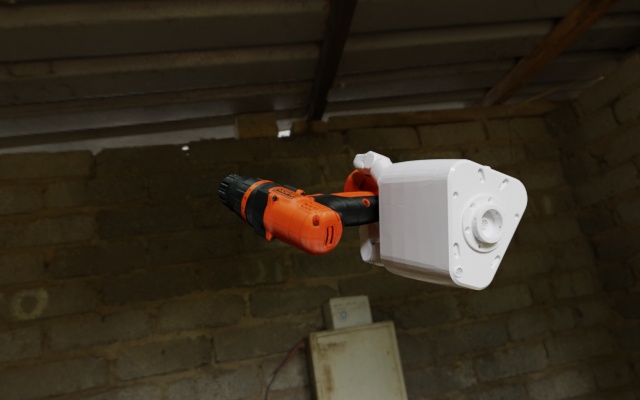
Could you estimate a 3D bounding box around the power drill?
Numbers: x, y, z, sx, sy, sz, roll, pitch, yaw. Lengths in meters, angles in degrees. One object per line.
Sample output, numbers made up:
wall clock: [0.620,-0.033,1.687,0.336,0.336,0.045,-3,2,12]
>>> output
power drill: [0.001,0.002,0.539,0.187,0.057,0.184,-10,24,-39]
